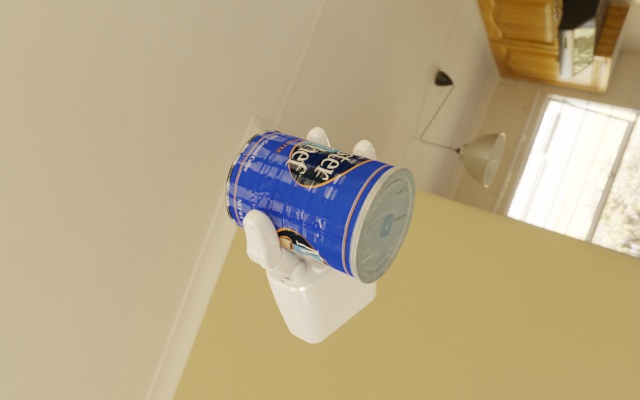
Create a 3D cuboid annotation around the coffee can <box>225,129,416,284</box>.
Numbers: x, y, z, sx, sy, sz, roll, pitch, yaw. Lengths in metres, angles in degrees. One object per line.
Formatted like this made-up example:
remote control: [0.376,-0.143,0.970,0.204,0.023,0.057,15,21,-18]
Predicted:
coffee can: [0.000,0.001,0.433,0.140,0.103,0.103,20,10,29]
